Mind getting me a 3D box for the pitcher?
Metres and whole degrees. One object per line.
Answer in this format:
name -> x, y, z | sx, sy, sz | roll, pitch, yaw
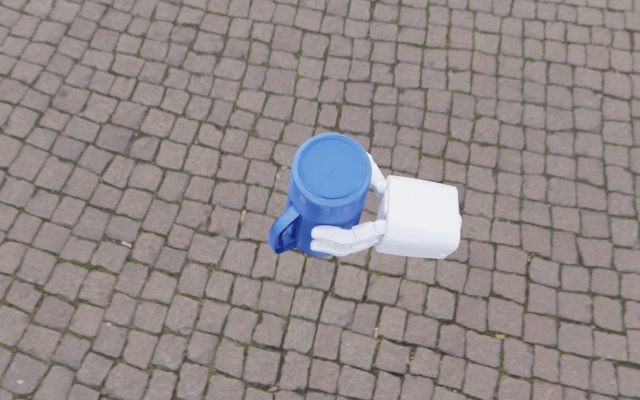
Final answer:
pitcher -> 0.000, 0.002, 0.734 | 0.145, 0.149, 0.243 | 10, -20, 0
